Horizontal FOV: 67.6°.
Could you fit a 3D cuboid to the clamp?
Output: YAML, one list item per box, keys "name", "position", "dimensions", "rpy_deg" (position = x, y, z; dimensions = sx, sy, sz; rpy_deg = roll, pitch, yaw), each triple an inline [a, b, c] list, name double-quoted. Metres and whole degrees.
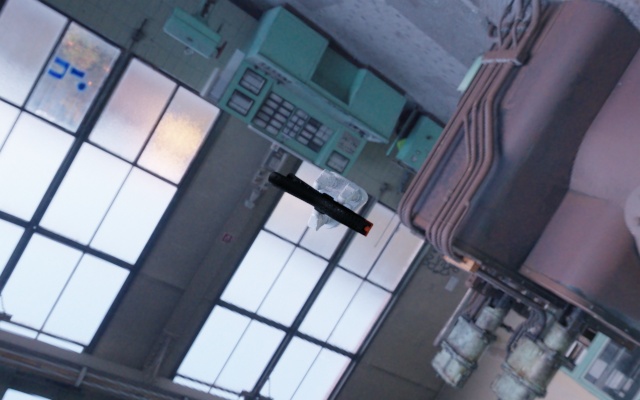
- name: "clamp"
  position: [0.000, 0.004, 0.891]
  dimensions: [0.210, 0.036, 0.164]
  rpy_deg: [32, 7, 11]
